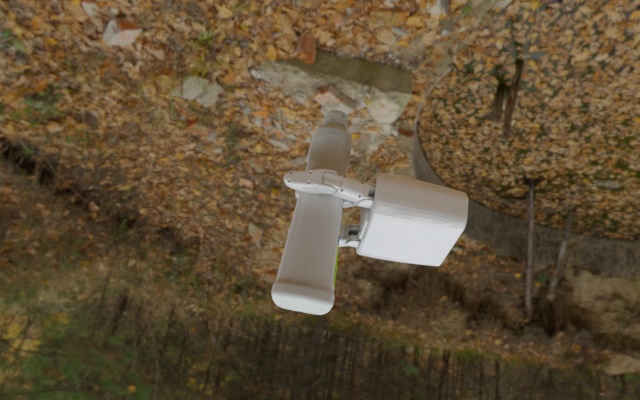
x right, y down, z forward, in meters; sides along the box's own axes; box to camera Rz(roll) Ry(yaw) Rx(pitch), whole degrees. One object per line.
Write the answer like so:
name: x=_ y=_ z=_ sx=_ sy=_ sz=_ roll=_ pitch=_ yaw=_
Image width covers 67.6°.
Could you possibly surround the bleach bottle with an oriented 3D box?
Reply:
bleach bottle: x=0.000 y=0.002 z=0.569 sx=0.068 sy=0.250 sz=0.103 roll=10 pitch=-21 yaw=0
